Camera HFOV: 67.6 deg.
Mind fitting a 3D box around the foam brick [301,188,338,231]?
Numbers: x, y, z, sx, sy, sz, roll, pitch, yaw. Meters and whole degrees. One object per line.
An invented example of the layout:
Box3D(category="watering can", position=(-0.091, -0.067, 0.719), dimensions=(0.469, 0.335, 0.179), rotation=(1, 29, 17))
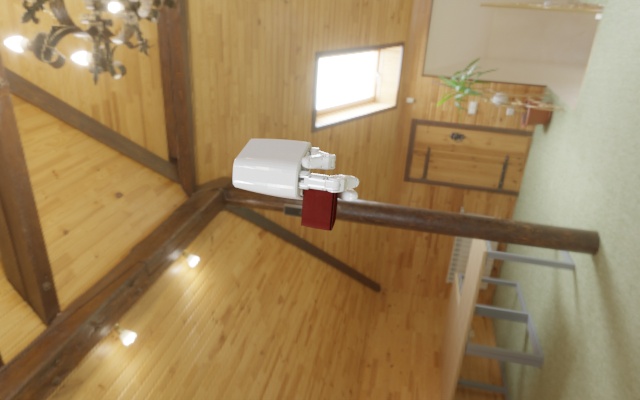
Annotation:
Box3D(category="foam brick", position=(0.000, 0.003, 0.785), dimensions=(0.051, 0.078, 0.053), rotation=(7, 15, 8))
